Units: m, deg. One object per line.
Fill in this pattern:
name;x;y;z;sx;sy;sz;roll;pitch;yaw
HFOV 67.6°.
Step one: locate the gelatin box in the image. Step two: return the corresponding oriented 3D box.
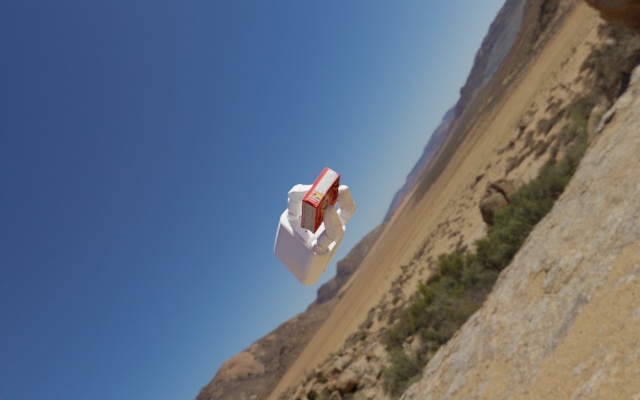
gelatin box;0.000;0.002;0.766;0.030;0.073;0.089;28;-30;14
